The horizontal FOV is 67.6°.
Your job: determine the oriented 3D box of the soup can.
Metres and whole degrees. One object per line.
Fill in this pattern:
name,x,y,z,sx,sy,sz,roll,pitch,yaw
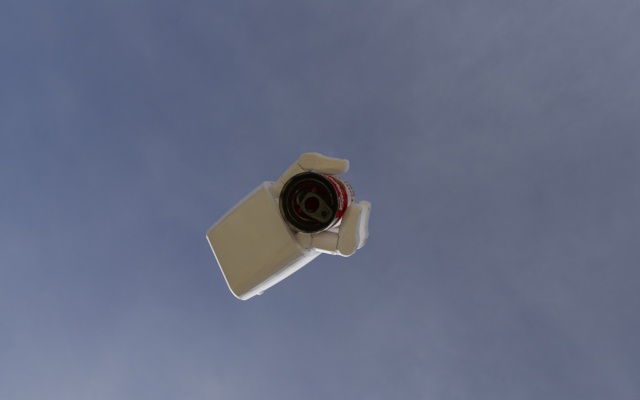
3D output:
soup can,0.000,0.001,0.564,0.068,0.068,0.102,0,1,16
